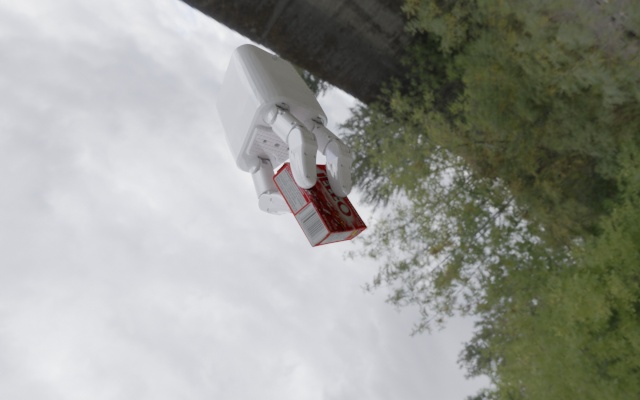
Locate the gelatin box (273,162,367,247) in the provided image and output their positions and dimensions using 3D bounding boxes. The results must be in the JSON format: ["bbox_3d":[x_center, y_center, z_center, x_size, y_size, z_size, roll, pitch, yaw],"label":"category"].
[{"bbox_3d":[0.000,0.002,0.499,0.030,0.089,0.073,-41,-21,28],"label":"gelatin box"}]
